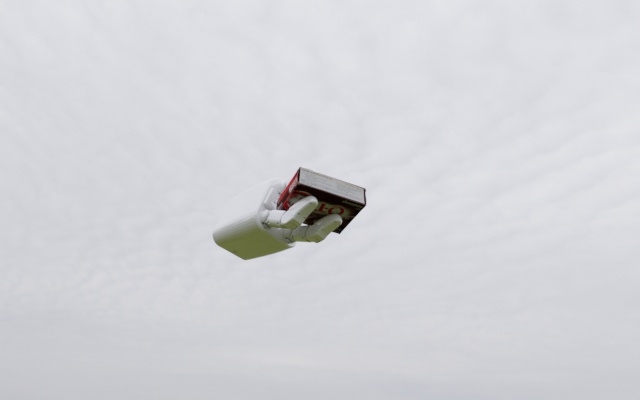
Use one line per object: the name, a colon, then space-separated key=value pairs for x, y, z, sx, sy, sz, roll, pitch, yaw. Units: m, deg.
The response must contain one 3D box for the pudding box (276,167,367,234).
pudding box: x=0.000 y=0.002 z=0.724 sx=0.113 sy=0.039 sz=0.090 roll=15 pitch=-37 yaw=-19
